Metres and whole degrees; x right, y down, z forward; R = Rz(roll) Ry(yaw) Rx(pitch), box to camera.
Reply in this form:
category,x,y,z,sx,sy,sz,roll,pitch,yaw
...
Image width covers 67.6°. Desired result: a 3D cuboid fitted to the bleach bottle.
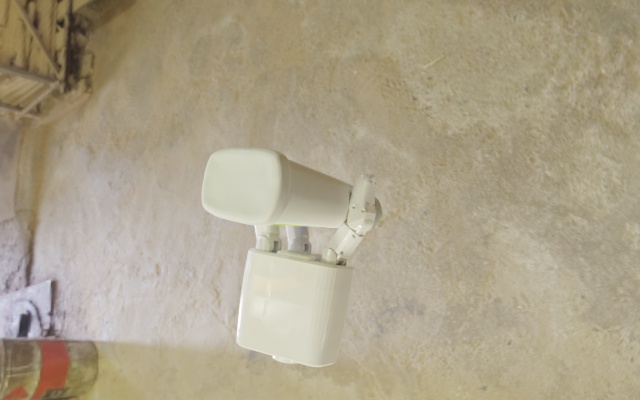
category,x,y,z,sx,sy,sz,roll,pitch,yaw
bleach bottle,0.000,0.002,0.517,0.102,0.068,0.251,8,-3,38
